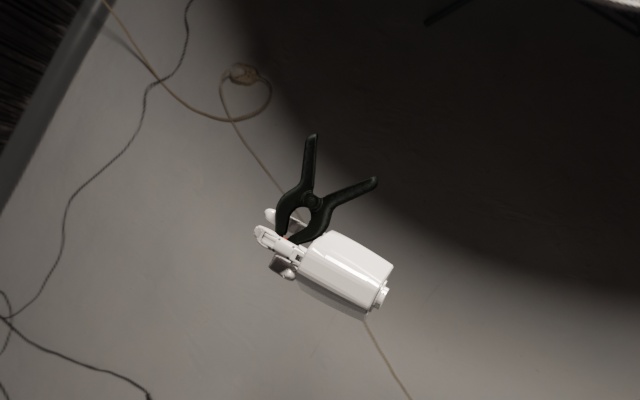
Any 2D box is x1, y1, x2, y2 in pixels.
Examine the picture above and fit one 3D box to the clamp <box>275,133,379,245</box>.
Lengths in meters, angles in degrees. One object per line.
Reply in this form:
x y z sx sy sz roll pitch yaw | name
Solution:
0.000 0.002 0.675 0.120 0.171 0.039 27 0 13 | clamp
